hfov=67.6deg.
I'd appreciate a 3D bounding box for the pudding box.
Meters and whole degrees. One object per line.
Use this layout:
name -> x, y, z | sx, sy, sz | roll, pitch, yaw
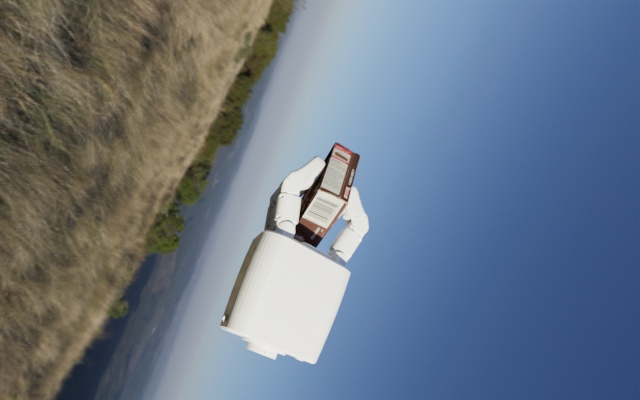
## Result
pudding box -> 0.000, 0.002, 0.557 | 0.039, 0.090, 0.113 | 27, -48, -9
